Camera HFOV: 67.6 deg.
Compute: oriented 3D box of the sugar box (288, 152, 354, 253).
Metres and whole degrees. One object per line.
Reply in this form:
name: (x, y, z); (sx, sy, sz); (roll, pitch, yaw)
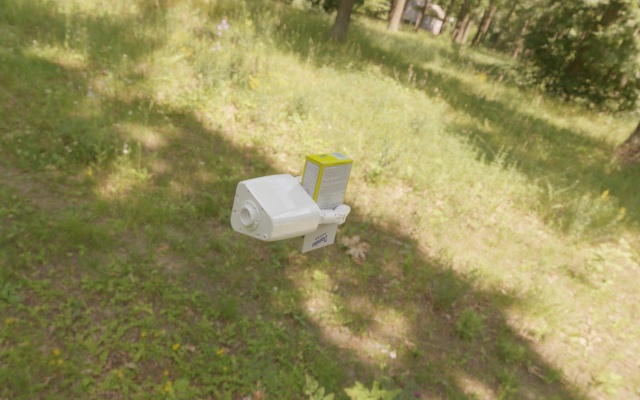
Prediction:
sugar box: (0.000, 0.003, 0.872); (0.048, 0.176, 0.093); (32, 28, 34)
